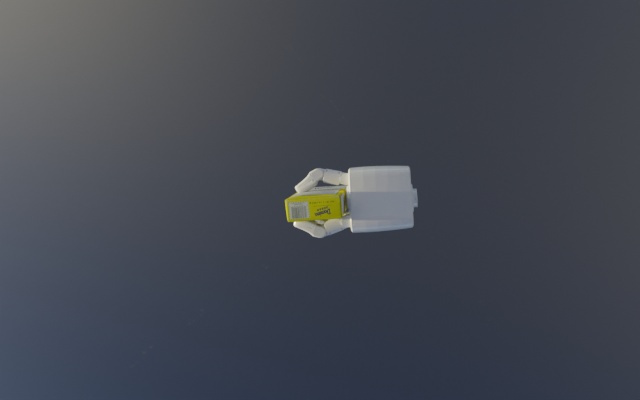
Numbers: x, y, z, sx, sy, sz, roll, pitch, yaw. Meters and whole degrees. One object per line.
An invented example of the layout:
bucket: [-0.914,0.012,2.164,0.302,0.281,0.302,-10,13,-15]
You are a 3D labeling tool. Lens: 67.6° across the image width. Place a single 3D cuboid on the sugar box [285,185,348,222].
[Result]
sugar box: [0.000,0.003,0.860,0.093,0.048,0.176,-3,4,9]
